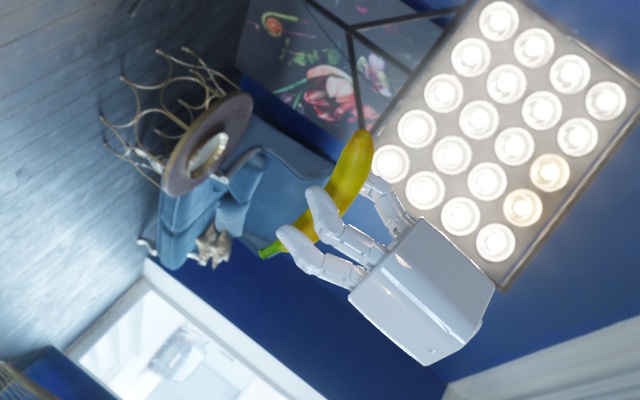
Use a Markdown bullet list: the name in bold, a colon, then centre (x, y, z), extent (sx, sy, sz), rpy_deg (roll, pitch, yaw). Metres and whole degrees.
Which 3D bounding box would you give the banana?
- **banana**: centre (0.008, 0.000, 0.518), extent (0.198, 0.037, 0.069), rpy_deg (-52, -18, 30)
